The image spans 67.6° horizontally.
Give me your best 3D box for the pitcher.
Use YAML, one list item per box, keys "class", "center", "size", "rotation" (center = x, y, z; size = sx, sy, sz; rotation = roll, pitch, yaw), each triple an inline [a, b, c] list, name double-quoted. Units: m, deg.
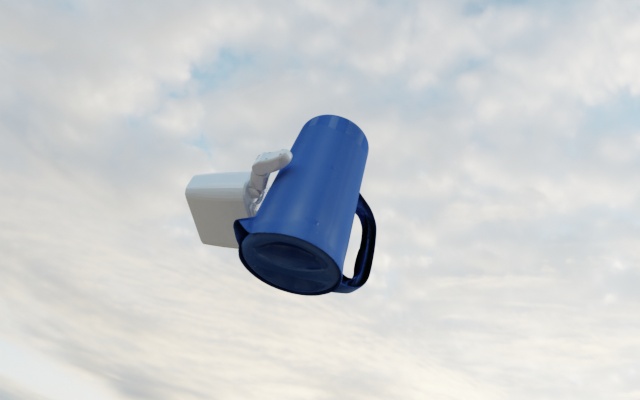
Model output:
- class: "pitcher"
  center: [0.000, 0.002, 0.653]
  size: [0.145, 0.242, 0.149]
  rotation: [1, -42, 22]
